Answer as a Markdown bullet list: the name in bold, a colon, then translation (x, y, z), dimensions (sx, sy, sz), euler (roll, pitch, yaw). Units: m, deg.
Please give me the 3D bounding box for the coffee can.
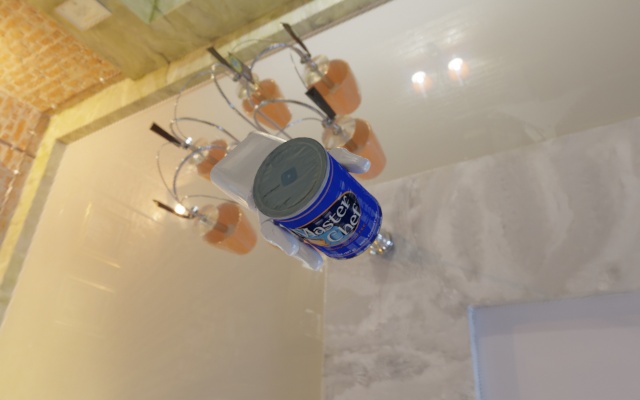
- **coffee can**: translation (0.000, 0.002, 0.587), dimensions (0.103, 0.102, 0.140), euler (0, -25, 36)
